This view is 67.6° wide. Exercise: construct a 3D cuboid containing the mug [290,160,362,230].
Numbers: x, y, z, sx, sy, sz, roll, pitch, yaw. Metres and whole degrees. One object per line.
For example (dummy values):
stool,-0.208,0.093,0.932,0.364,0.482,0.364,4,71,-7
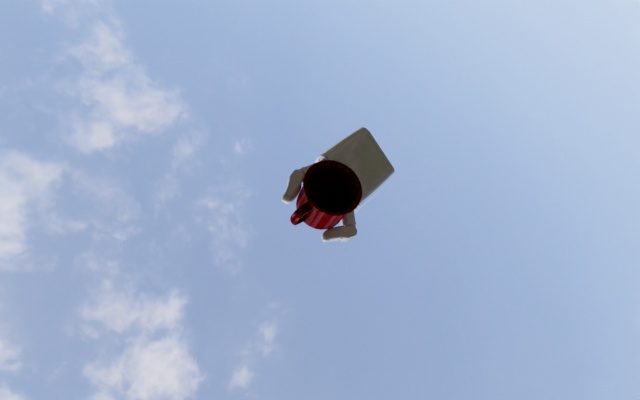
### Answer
mug,-0.001,0.003,0.746,0.117,0.093,0.081,-38,-9,-27
